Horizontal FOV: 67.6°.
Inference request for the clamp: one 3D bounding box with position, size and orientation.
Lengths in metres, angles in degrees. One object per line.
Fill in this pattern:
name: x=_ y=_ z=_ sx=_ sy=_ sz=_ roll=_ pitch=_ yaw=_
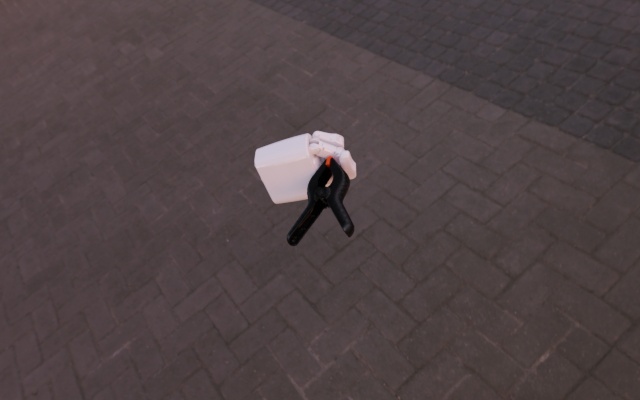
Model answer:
clamp: x=0.000 y=0.002 z=0.800 sx=0.120 sy=0.171 sz=0.039 roll=-14 pitch=-44 yaw=19
